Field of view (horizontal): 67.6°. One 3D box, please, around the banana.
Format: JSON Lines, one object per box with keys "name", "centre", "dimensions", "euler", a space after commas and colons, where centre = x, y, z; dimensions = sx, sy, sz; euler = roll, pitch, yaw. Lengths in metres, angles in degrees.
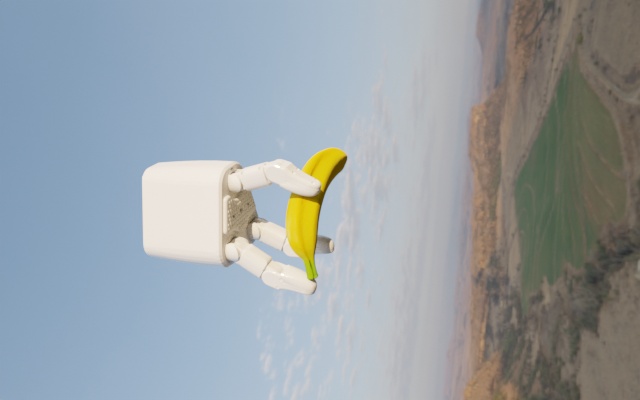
{"name": "banana", "centre": [-0.005, -0.009, 0.553], "dimensions": [0.037, 0.197, 0.070], "euler": [1, -43, 19]}
